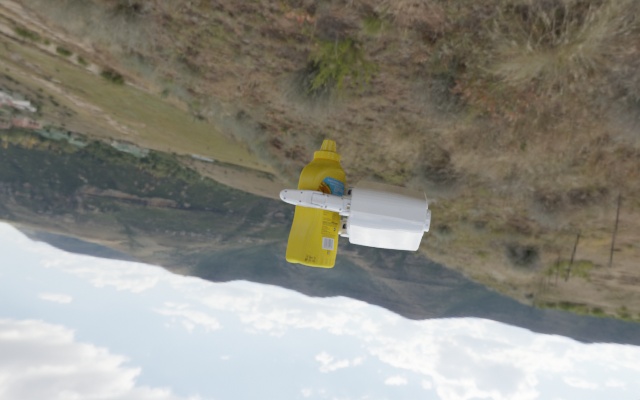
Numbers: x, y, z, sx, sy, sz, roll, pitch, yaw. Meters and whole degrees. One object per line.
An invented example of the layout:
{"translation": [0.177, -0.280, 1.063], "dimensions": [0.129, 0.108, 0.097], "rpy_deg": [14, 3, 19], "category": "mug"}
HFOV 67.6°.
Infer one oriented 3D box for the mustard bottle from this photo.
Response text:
{"translation": [0.000, 0.003, 0.721], "dimensions": [0.058, 0.191, 0.096], "rpy_deg": [6, -7, 33], "category": "mustard bottle"}
